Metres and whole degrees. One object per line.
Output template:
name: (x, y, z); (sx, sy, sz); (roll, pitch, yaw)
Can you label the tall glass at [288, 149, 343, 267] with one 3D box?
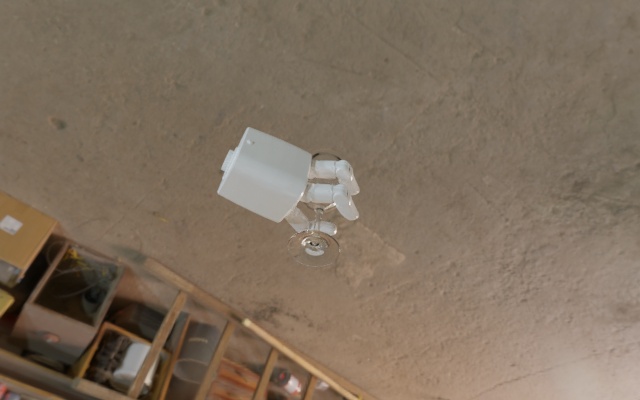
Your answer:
tall glass: (0.000, 0.003, 0.741); (0.079, 0.079, 0.200); (0, 41, 8)
